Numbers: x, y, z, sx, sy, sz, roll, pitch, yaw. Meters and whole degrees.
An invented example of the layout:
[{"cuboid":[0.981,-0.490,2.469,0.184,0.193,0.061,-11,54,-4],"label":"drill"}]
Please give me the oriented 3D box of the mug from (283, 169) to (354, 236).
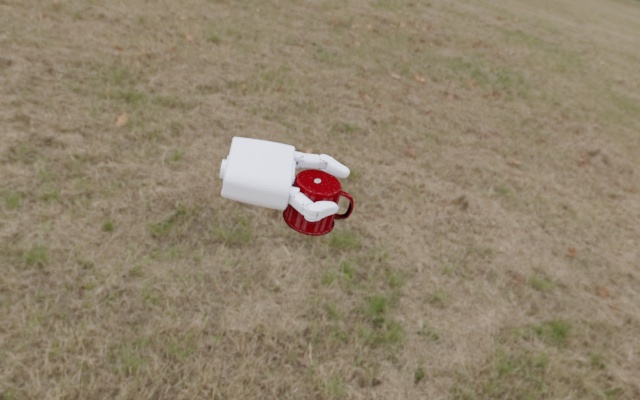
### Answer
[{"cuboid":[0.002,0.003,0.817,0.117,0.081,0.093,11,33,-7],"label":"mug"}]
